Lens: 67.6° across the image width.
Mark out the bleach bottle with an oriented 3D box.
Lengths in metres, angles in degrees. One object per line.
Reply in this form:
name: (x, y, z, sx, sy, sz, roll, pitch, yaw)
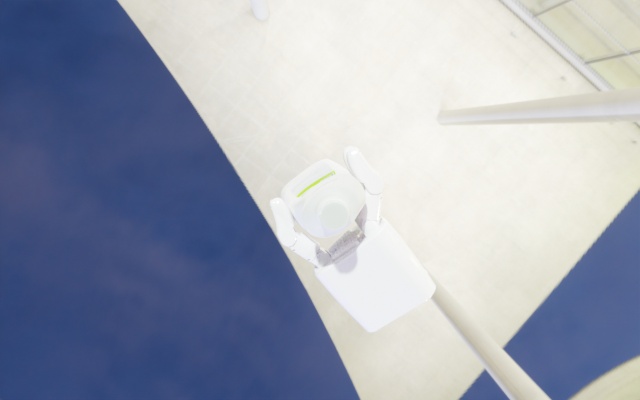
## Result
bleach bottle: (0.000, 0.002, 0.591, 0.102, 0.068, 0.251, -38, 9, 3)
